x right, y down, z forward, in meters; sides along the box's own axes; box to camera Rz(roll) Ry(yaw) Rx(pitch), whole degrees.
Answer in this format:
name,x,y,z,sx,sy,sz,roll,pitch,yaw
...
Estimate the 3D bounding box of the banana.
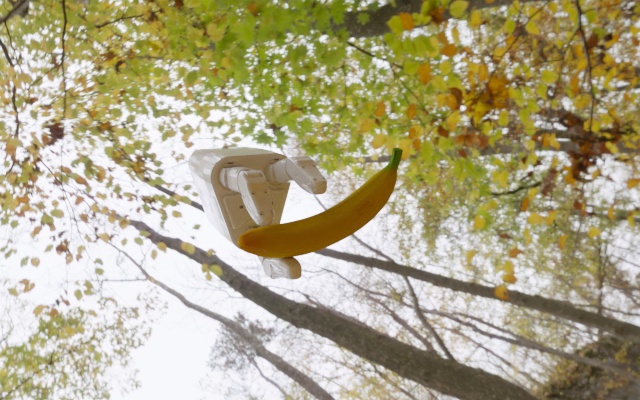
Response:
name,x,y,z,sx,sy,sz,roll,pitch,yaw
banana,0.009,0.015,0.498,0.198,0.070,0.037,-31,30,-18
